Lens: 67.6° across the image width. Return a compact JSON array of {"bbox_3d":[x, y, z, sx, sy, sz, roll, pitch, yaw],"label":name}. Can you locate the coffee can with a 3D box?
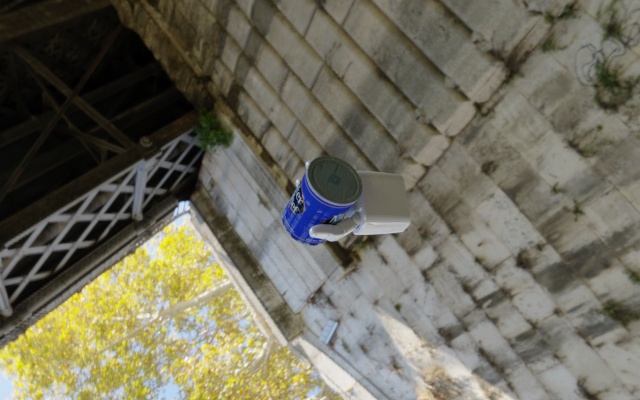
[{"bbox_3d":[0.000,0.003,0.861,0.103,0.102,0.140,0,-34,-26],"label":"coffee can"}]
